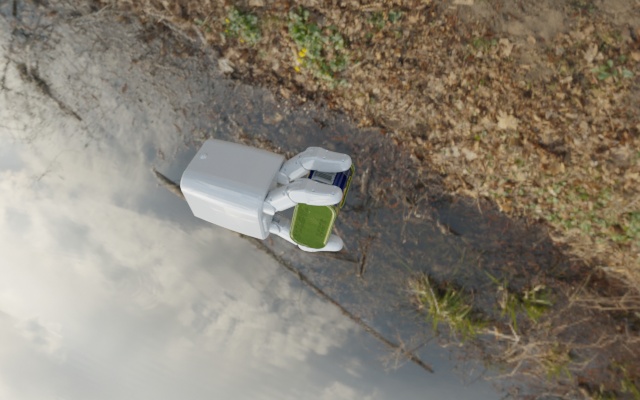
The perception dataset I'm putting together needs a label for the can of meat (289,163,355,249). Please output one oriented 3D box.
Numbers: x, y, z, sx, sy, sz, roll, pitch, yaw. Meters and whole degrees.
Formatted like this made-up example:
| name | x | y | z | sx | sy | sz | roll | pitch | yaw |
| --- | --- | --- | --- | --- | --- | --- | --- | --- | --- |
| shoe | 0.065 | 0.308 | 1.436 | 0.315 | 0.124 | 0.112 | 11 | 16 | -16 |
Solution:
| name | x | y | z | sx | sy | sz | roll | pitch | yaw |
| --- | --- | --- | --- | --- | --- | --- | --- | --- | --- |
| can of meat | 0.000 | 0.002 | 0.615 | 0.057 | 0.084 | 0.102 | 19 | -42 | 4 |
